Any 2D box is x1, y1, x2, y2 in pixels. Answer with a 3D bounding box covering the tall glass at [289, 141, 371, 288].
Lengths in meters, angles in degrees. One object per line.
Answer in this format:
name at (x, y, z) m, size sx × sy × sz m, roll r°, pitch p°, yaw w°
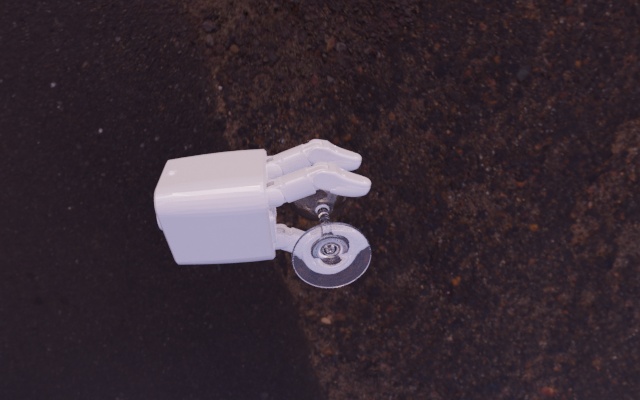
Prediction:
tall glass at (0.000, 0.002, 0.522) m, size 0.079 × 0.079 × 0.201 m, roll 0°, pitch 30°, yaw -6°
